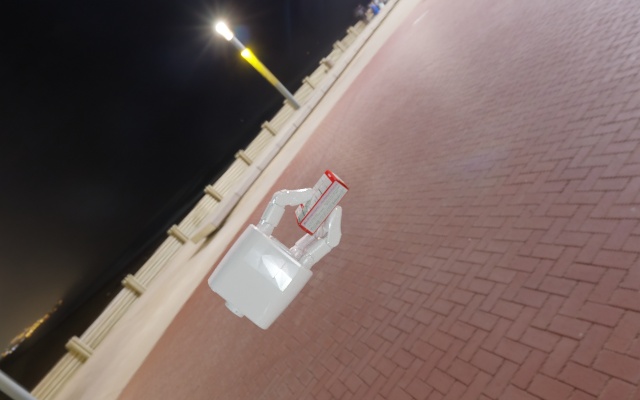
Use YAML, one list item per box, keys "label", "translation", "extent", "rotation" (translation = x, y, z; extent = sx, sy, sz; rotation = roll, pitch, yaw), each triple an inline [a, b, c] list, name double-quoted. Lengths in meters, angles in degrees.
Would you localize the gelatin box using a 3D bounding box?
- label: "gelatin box"
  translation: [0.000, 0.002, 0.711]
  extent: [0.030, 0.089, 0.073]
  rotation: [36, 6, -15]
